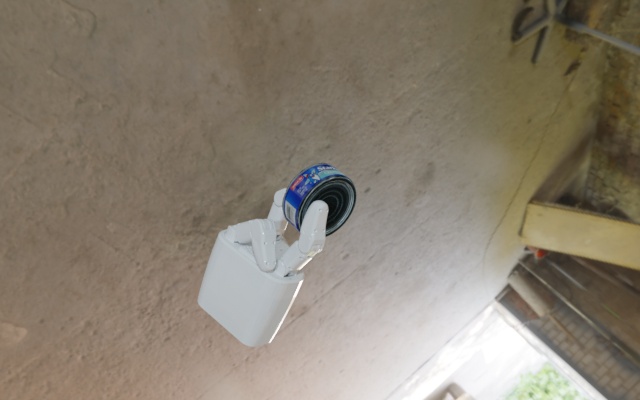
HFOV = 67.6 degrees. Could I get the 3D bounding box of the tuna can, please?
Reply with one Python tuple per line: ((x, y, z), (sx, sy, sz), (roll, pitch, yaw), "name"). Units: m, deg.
((0.000, 0.002, 0.557), (0.086, 0.086, 0.033), (0, 29, -41), "tuna can")
